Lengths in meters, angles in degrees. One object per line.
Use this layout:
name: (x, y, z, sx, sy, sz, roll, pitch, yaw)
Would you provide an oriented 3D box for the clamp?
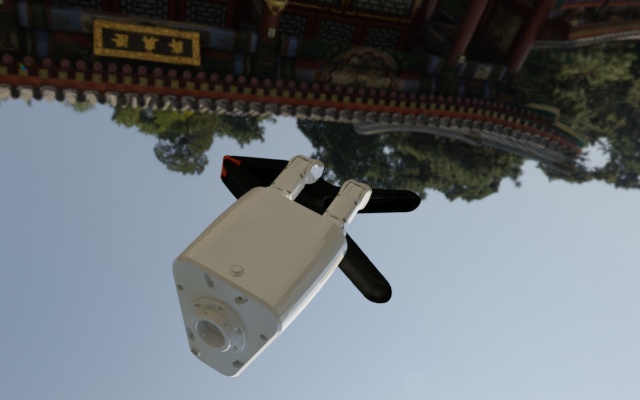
clamp: (-0.001, 0.002, 0.483, 0.210, 0.036, 0.164, 27, 37, 12)
